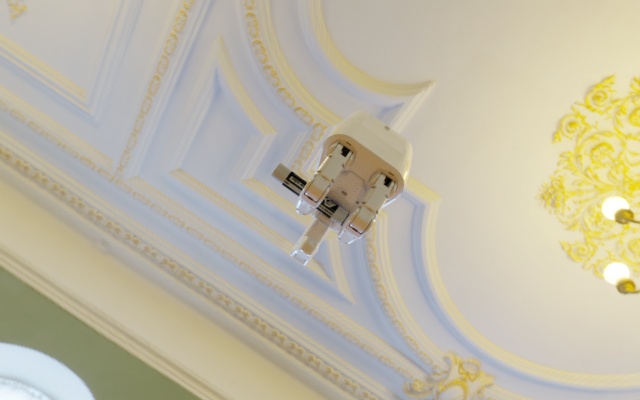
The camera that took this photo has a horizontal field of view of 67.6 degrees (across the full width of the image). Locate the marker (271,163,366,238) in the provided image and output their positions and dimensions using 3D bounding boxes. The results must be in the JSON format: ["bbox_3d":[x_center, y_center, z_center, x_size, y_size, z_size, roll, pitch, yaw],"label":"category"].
[{"bbox_3d":[0.000,0.002,0.520,0.121,0.020,0.020,36,-1,-2],"label":"marker"}]
